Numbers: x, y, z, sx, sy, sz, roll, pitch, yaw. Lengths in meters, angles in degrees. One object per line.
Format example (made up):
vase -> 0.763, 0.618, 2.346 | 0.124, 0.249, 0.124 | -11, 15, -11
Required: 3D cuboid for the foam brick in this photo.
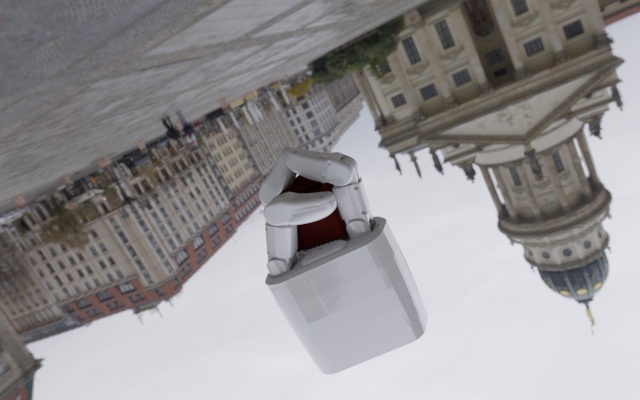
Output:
foam brick -> 0.000, 0.001, 0.437 | 0.053, 0.051, 0.078 | -21, 15, 26
